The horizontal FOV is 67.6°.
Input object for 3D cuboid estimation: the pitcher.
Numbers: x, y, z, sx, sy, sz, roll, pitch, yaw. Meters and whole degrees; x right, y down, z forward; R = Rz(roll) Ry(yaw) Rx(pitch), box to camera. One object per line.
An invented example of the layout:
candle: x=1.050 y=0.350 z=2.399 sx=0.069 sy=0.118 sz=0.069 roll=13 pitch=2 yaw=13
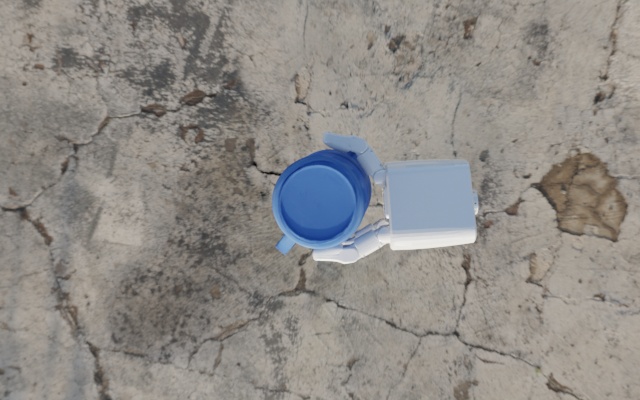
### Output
pitcher: x=0.000 y=0.002 z=0.656 sx=0.145 sy=0.149 sz=0.243 roll=-4 pitch=4 yaw=5
